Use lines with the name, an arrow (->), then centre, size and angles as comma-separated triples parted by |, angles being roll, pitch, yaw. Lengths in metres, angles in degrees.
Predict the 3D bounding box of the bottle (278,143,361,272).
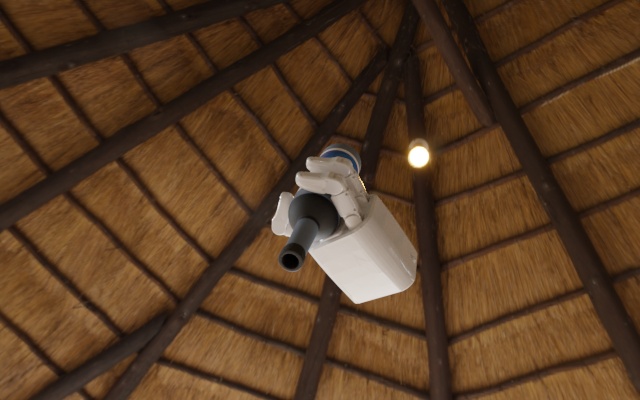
bottle -> 0.000, 0.002, 0.632 | 0.069, 0.069, 0.295 | 0, 25, 14
